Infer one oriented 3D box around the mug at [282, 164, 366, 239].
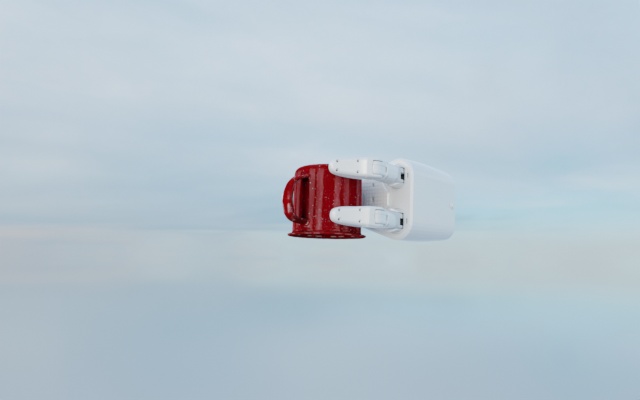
[{"bbox_3d":[-0.001,0.001,0.562,0.093,0.081,0.117,-6,-11,44],"label":"mug"}]
